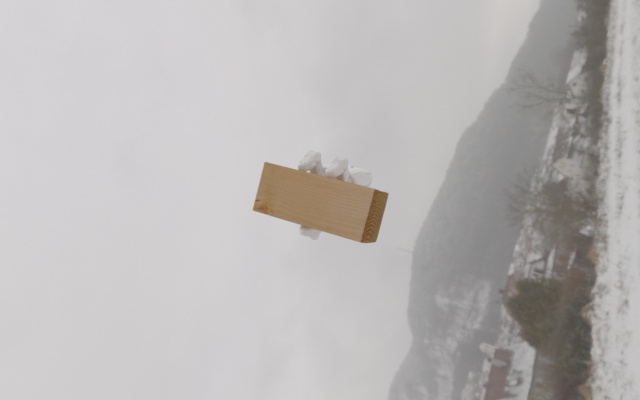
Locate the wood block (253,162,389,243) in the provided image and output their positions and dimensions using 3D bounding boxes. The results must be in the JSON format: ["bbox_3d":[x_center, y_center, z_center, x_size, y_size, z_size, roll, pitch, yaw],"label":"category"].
[{"bbox_3d":[0.000,0.003,0.829,0.206,0.091,0.090,15,2,23],"label":"wood block"}]
